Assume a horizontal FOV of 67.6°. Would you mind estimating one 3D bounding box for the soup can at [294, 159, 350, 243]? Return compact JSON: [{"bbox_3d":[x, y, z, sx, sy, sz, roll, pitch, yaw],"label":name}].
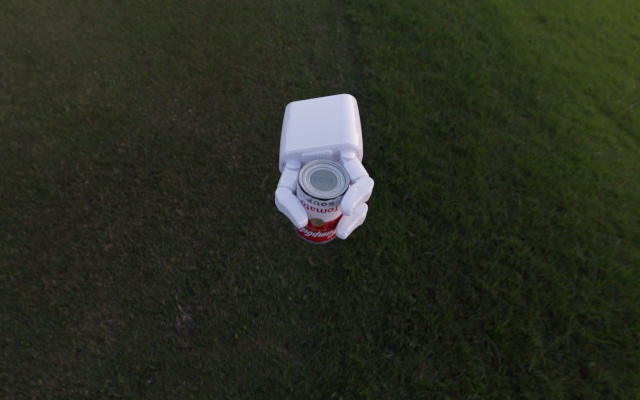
[{"bbox_3d":[0.000,0.002,0.638,0.068,0.068,0.102,0,-37,-7],"label":"soup can"}]
